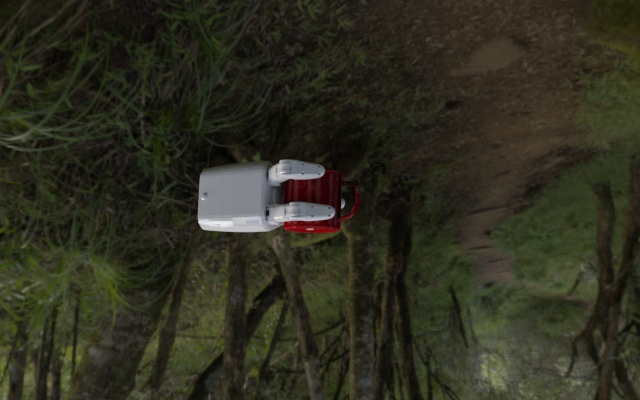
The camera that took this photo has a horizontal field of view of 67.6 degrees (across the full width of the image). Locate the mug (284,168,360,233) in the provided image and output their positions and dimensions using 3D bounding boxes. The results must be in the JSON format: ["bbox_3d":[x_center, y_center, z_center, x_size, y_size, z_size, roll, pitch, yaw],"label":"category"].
[{"bbox_3d":[0.001,0.002,0.677,0.117,0.081,0.093,-2,-10,21],"label":"mug"}]
